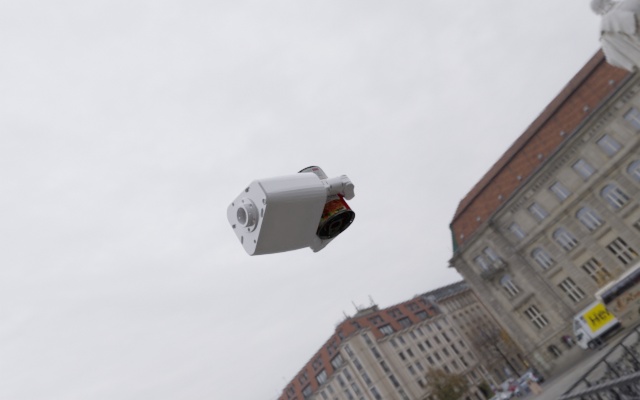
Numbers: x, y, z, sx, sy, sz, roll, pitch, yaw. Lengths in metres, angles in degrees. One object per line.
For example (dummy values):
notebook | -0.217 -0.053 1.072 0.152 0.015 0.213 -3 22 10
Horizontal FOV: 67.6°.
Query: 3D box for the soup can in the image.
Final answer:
soup can | 0.000 0.002 0.762 0.068 0.102 0.068 -27 -29 -16
